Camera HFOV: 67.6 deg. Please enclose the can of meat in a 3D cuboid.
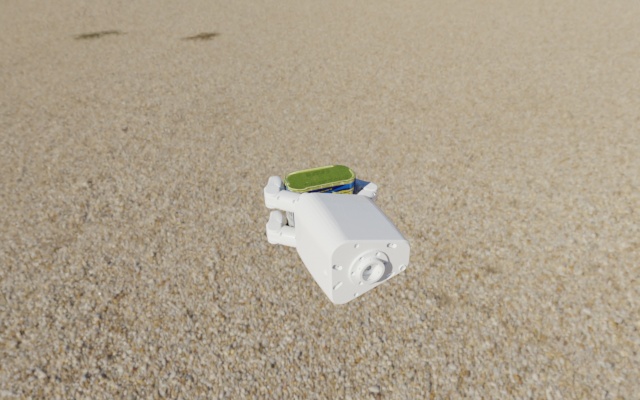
[{"bbox_3d":[0.000,0.002,0.663,0.102,0.084,0.057,-12,33,-16],"label":"can of meat"}]
